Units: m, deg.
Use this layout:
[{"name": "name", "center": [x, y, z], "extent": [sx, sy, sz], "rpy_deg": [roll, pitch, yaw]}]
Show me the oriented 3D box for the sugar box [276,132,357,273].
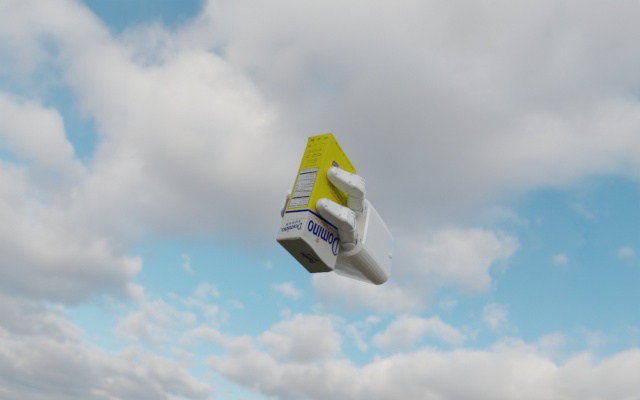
[{"name": "sugar box", "center": [0.001, 0.002, 0.662], "extent": [0.048, 0.176, 0.093], "rpy_deg": [-9, -39, 29]}]
